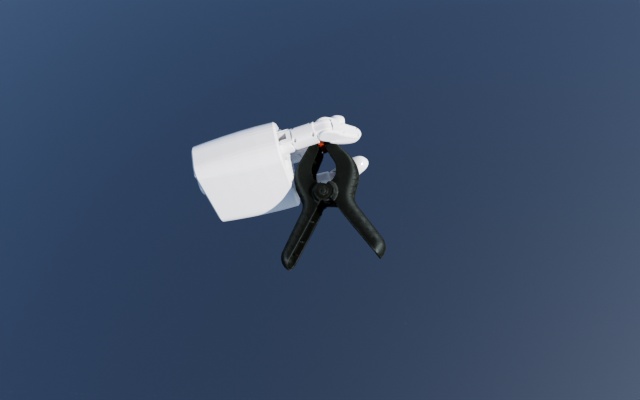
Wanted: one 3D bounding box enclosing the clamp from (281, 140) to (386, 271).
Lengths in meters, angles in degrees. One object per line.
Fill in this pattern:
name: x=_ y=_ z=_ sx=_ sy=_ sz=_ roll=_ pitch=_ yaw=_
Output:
clamp: x=0.000 y=0.001 z=0.567 sx=0.120 sy=0.171 sz=0.039 roll=-15 pitch=-26 yaw=4
